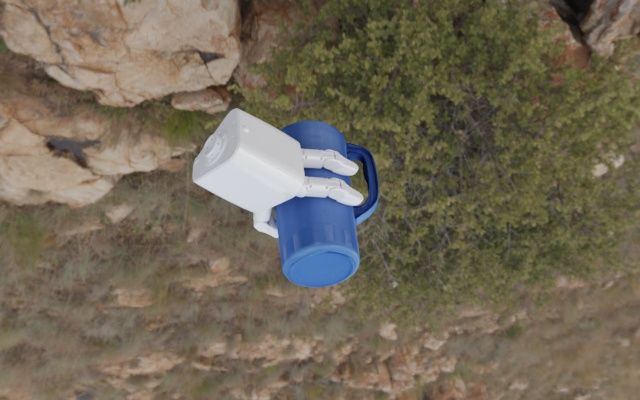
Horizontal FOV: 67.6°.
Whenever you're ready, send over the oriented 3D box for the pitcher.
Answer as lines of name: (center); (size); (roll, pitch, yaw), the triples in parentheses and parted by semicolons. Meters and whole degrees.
pitcher: (0.000, 0.002, 0.727); (0.145, 0.242, 0.149); (29, -52, -36)
